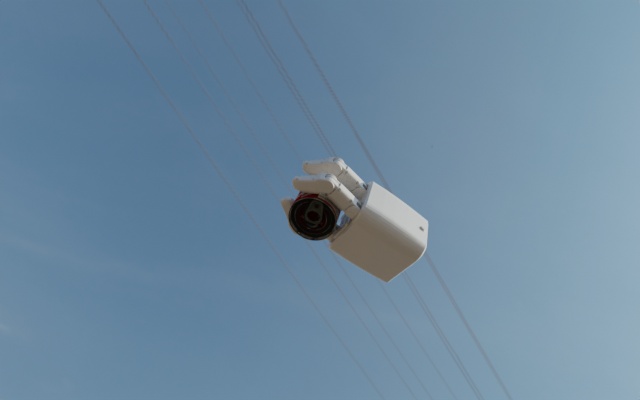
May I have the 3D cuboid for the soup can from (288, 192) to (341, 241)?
[{"bbox_3d":[0.000,0.002,0.693,0.068,0.068,0.102,0,29,15],"label":"soup can"}]
